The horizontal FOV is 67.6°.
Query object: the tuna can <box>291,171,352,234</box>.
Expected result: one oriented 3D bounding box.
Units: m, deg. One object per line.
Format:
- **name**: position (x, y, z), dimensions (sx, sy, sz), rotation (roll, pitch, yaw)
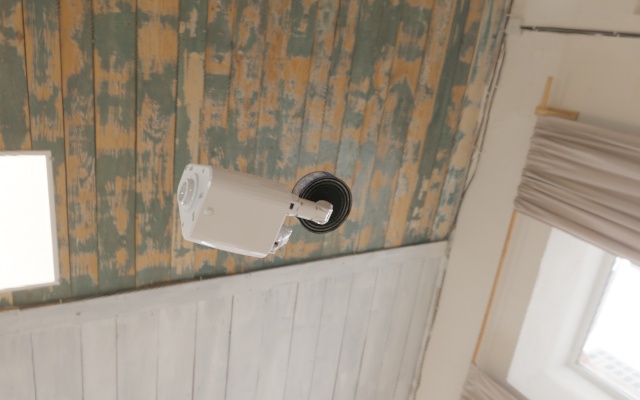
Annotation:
- **tuna can**: position (0.000, 0.002, 0.681), dimensions (0.086, 0.086, 0.033), rotation (0, 19, -26)
